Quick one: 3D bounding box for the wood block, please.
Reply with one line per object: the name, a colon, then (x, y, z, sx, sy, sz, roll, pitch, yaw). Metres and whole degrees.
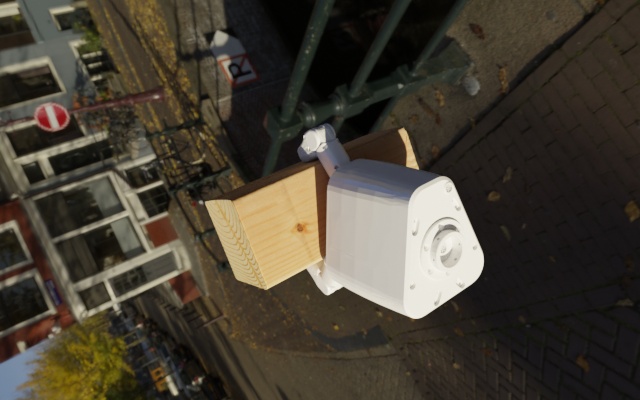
wood block: (0.000, 0.001, 0.503, 0.206, 0.091, 0.090, -25, 10, -27)
